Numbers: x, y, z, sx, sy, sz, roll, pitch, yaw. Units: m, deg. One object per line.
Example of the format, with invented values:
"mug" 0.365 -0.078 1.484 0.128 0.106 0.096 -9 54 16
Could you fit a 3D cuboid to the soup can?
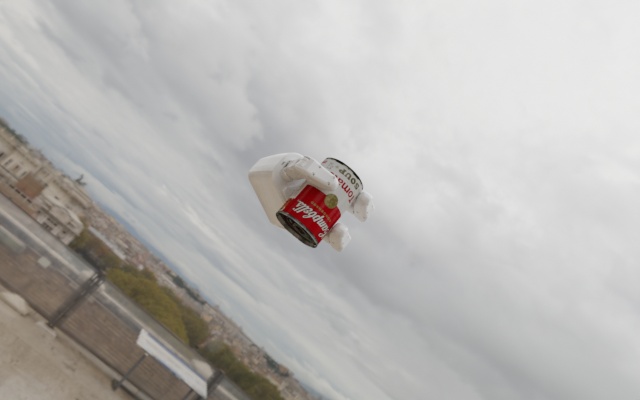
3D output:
"soup can" 0.000 0.002 0.623 0.068 0.102 0.068 36 -19 14
